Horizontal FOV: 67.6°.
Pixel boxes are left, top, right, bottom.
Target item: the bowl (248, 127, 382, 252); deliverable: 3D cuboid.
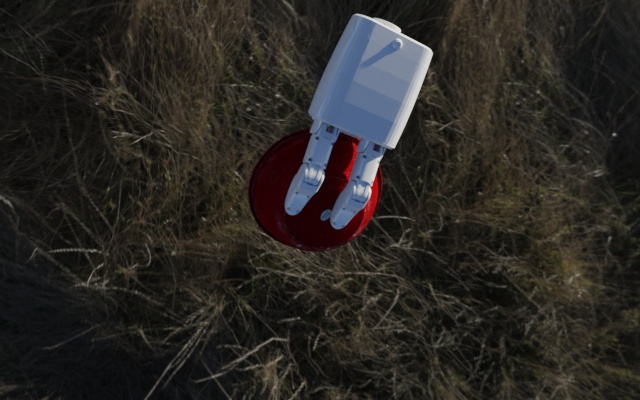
[{"bbox_3d":[0.000,0.003,0.545,0.162,0.162,0.055,0,28,-12],"label":"bowl"}]
